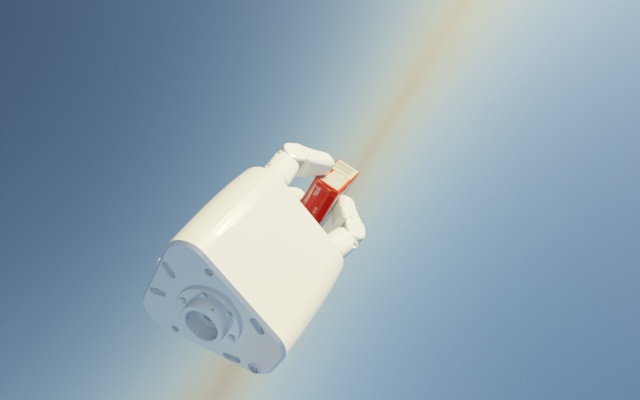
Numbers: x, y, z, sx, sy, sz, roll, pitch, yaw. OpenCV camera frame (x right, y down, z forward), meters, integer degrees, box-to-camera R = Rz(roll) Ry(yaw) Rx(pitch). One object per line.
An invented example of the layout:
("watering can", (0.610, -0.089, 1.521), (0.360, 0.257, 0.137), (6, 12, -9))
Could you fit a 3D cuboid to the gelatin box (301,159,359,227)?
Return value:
("gelatin box", (0.001, 0.002, 0.490), (0.030, 0.073, 0.089), (35, 23, 5))
